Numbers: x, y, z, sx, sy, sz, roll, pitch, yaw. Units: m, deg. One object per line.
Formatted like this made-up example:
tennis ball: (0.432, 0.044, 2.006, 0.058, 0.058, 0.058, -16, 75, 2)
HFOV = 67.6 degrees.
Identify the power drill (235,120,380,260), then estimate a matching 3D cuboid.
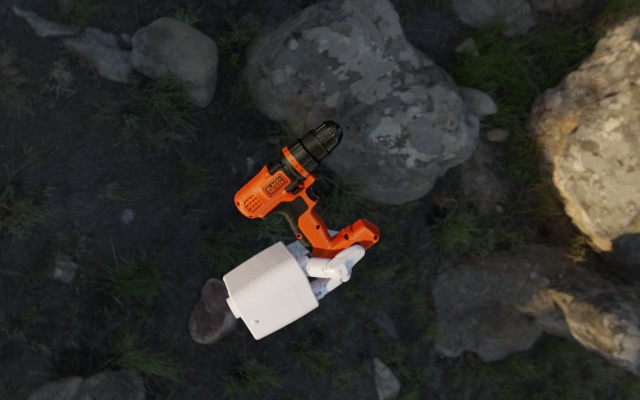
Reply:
power drill: (0.000, 0.003, 0.687, 0.184, 0.188, 0.057, -39, 15, 11)
